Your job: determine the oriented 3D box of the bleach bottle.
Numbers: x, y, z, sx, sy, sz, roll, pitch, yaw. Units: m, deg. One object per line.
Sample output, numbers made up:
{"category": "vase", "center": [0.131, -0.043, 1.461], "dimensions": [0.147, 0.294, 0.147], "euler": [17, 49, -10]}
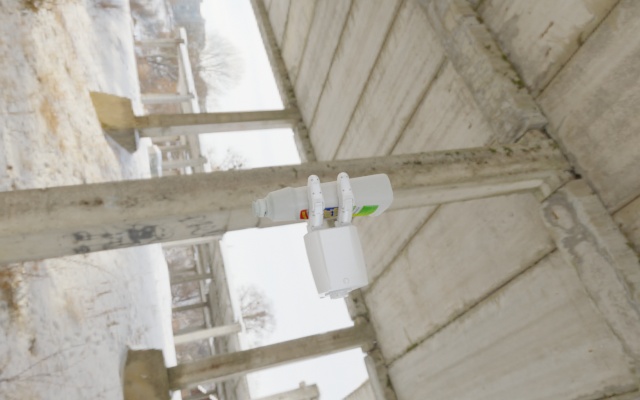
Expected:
{"category": "bleach bottle", "center": [0.000, 0.003, 0.870], "dimensions": [0.251, 0.068, 0.103], "euler": [-7, -17, -20]}
